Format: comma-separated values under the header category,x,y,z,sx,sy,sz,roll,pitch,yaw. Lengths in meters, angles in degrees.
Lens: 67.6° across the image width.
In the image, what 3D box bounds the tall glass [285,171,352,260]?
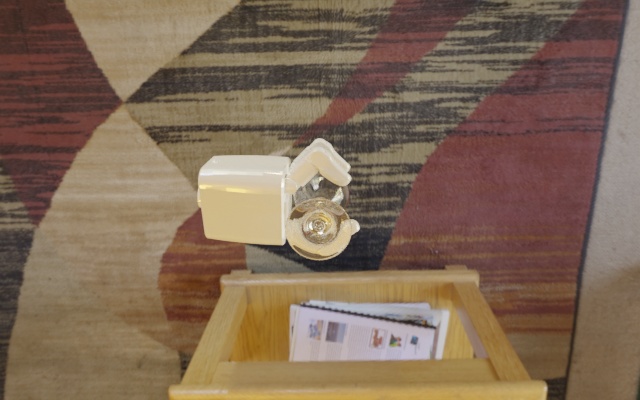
category,x,y,z,sx,sy,sz,roll,pitch,yaw
tall glass,0.000,0.002,0.623,0.079,0.079,0.201,0,18,2
